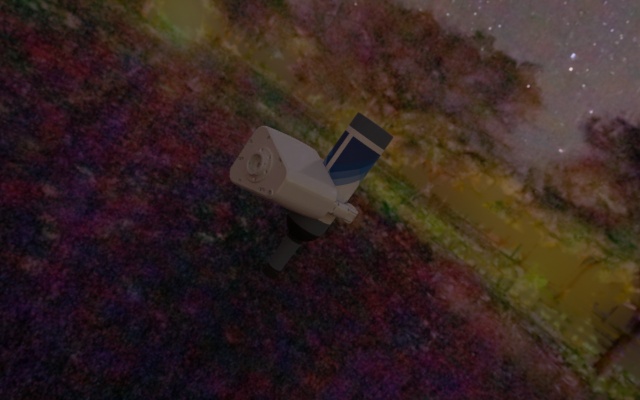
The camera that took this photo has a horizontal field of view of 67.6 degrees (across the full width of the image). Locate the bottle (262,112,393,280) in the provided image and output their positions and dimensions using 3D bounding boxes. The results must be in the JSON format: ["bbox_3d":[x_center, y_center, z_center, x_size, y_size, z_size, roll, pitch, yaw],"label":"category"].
[{"bbox_3d":[0.000,0.002,0.751,0.069,0.296,0.069,34,10,-7],"label":"bottle"}]
